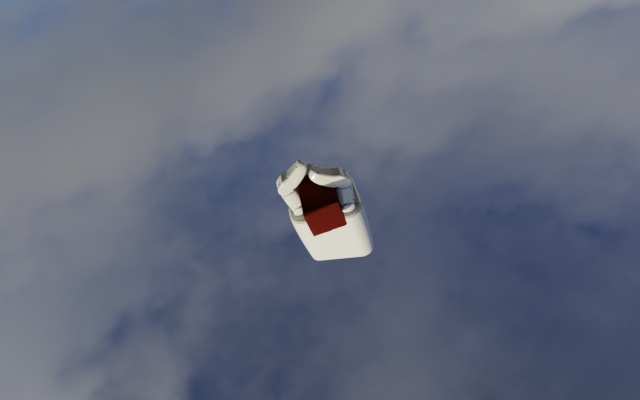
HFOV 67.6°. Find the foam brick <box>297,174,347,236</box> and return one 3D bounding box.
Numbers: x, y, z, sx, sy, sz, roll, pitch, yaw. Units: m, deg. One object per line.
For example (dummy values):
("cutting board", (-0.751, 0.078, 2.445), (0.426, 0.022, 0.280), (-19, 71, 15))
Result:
("foam brick", (0.000, 0.002, 0.686), (0.053, 0.078, 0.051), (-19, -46, 4))
